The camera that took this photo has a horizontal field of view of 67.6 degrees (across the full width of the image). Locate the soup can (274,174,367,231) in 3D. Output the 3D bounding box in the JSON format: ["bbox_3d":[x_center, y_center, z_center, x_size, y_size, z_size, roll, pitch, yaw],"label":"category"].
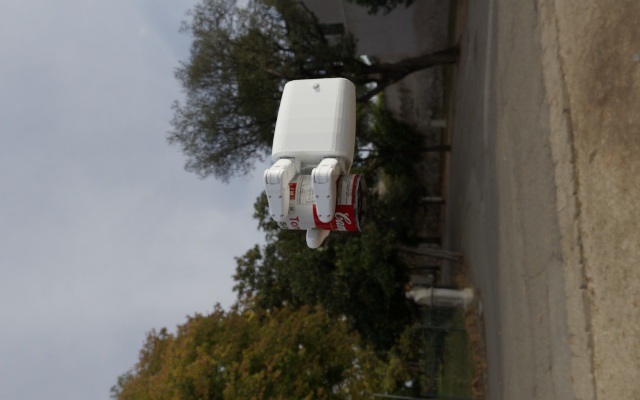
[{"bbox_3d":[0.000,0.002,0.572,0.102,0.068,0.068,1,0,14],"label":"soup can"}]
